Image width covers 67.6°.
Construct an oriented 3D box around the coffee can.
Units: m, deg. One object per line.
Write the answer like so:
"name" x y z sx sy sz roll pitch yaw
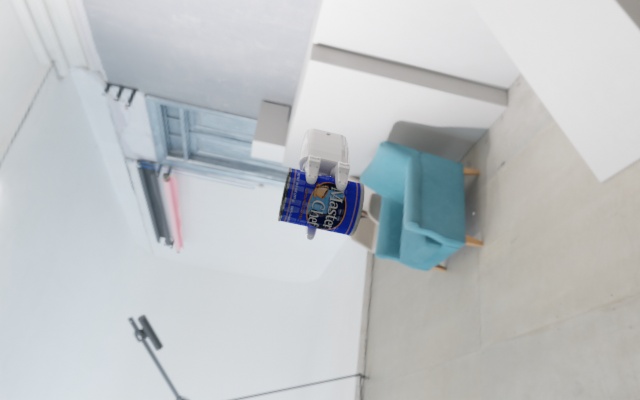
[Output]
"coffee can" 0.000 0.003 0.887 0.140 0.103 0.103 12 -2 -7
